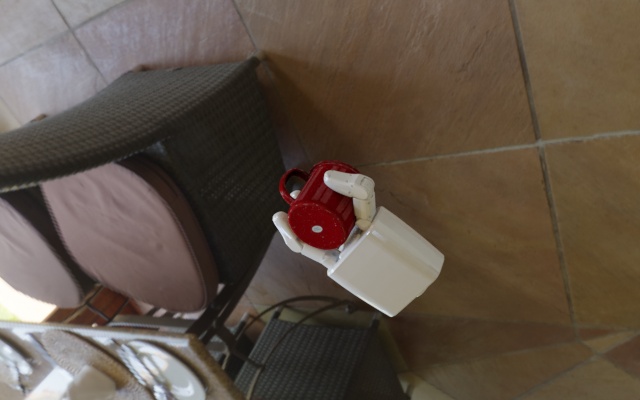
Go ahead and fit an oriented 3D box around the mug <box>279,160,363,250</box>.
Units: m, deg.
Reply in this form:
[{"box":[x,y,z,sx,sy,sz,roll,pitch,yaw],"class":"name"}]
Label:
[{"box":[-0.001,0.001,0.613,0.117,0.081,0.093,35,-43,-3],"class":"mug"}]
